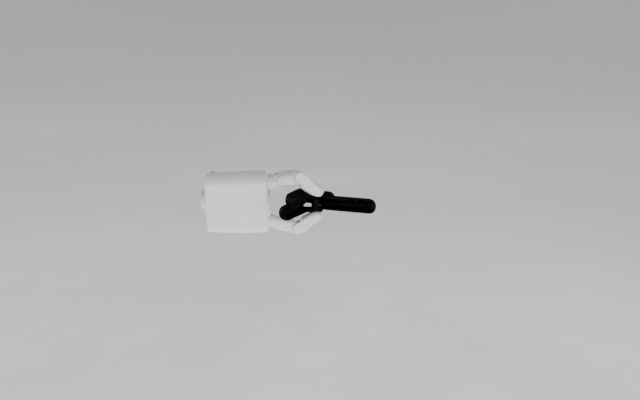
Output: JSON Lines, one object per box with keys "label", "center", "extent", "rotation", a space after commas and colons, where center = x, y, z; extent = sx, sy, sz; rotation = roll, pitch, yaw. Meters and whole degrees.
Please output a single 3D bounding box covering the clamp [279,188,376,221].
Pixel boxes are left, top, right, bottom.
{"label": "clamp", "center": [0.000, 0.004, 0.867], "extent": [0.164, 0.036, 0.210], "rotation": [-2, 9, -9]}
